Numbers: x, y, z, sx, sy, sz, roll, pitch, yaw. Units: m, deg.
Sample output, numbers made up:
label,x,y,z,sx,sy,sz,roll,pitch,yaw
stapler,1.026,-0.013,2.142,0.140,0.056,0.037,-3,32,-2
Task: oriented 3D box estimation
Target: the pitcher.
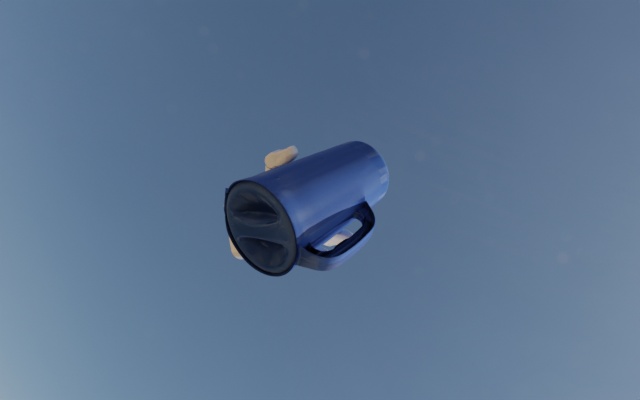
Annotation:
label,x,y,z,sx,sy,sz,roll,pitch,yaw
pitcher,0.000,0.002,0.676,0.145,0.149,0.242,-20,6,46
